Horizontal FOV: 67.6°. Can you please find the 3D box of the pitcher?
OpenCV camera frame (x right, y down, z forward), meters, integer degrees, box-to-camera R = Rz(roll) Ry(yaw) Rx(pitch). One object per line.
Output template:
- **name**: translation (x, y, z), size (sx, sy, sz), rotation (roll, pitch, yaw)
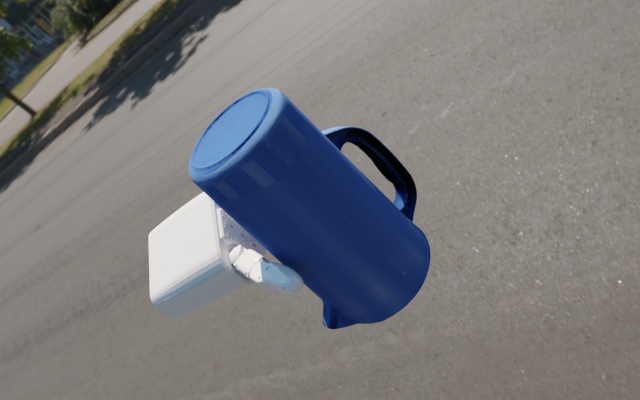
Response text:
- **pitcher**: translation (0.000, 0.002, 0.472), size (0.145, 0.149, 0.243), rotation (-29, -53, 22)
